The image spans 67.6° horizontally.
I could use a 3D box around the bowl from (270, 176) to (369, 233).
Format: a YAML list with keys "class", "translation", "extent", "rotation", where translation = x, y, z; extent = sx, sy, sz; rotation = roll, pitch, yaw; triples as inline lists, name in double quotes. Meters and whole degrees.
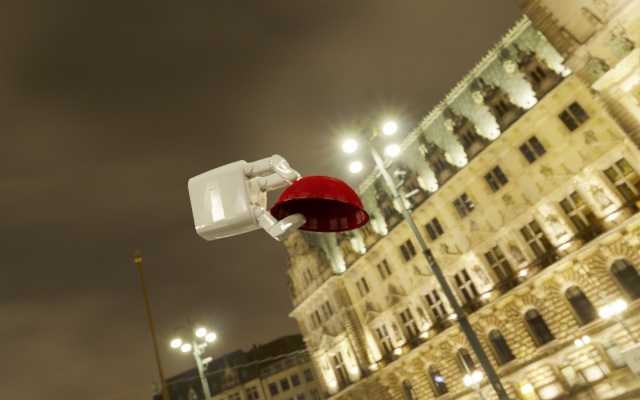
- class: "bowl"
  translation: [0.001, 0.002, 0.783]
  extent: [0.162, 0.055, 0.162]
  rotation: [4, -22, 2]
